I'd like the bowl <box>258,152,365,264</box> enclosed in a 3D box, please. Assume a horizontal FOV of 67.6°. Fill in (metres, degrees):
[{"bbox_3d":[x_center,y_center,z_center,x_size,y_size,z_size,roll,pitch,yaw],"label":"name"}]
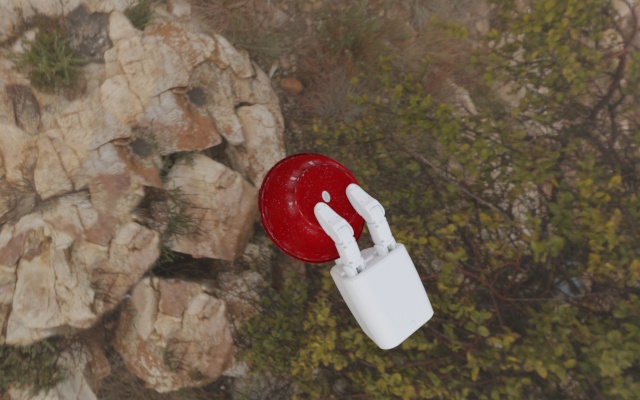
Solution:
[{"bbox_3d":[-0.001,0.001,0.648,0.162,0.162,0.055,0,-15,-22],"label":"bowl"}]
